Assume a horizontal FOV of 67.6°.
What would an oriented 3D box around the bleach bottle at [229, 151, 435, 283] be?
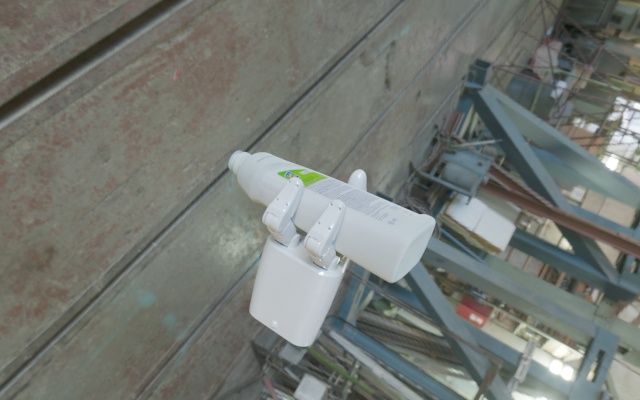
[{"bbox_3d":[0.000,0.002,0.561,0.251,0.068,0.102,28,23,23],"label":"bleach bottle"}]
